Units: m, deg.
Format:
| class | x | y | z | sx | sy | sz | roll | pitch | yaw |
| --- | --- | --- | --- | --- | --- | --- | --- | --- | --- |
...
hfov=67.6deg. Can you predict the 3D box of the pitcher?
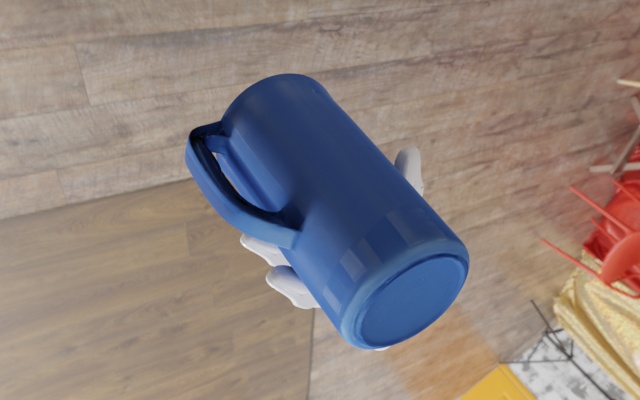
| class | x | y | z | sx | sy | sz | roll | pitch | yaw |
| --- | --- | --- | --- | --- | --- | --- | --- | --- | --- |
| pitcher | 0.000 | 0.001 | 0.404 | 0.149 | 0.242 | 0.145 | -35 | -42 | -3 |
